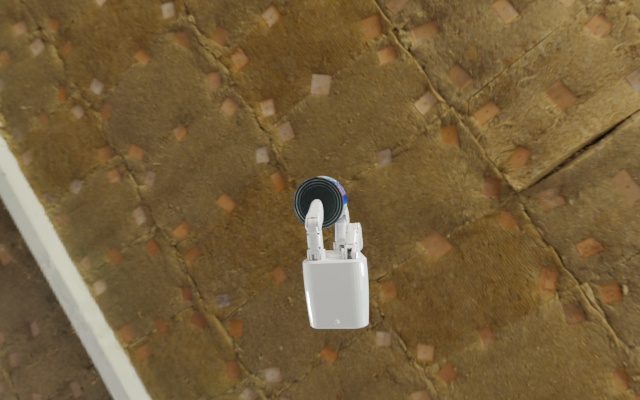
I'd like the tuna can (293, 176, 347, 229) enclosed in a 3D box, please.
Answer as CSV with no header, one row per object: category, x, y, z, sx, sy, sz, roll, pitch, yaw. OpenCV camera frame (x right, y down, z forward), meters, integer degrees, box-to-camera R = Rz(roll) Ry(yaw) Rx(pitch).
tuna can,0.000,0.002,0.786,0.086,0.086,0.033,0,7,16
